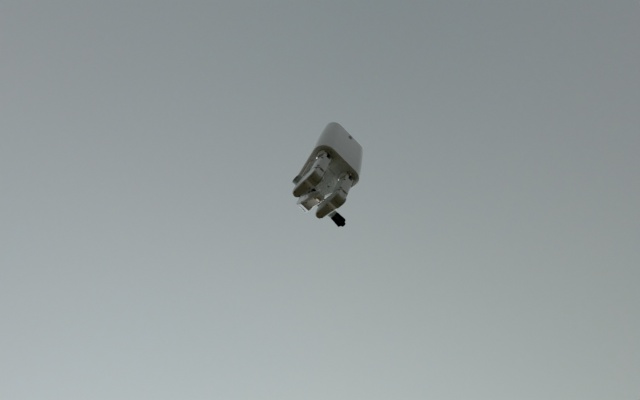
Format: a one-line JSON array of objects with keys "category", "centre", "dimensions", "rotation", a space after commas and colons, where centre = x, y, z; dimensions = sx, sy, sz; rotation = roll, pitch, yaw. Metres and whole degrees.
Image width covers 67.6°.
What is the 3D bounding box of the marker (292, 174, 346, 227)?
[{"category": "marker", "centre": [0.000, 0.003, 0.817], "dimensions": [0.121, 0.020, 0.020], "rotation": [44, -17, -18]}]
